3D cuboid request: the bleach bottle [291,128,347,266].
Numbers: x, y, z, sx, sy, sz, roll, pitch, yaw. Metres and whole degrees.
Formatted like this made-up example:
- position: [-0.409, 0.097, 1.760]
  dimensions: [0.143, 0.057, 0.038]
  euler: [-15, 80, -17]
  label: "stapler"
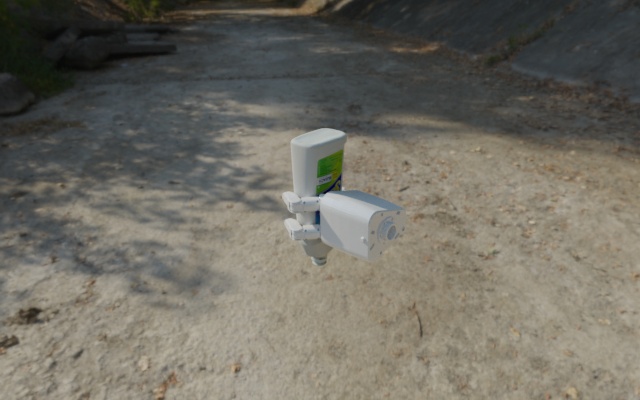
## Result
- position: [0.000, 0.003, 0.874]
  dimensions: [0.068, 0.251, 0.102]
  euler: [21, 34, 40]
  label: "bleach bottle"
